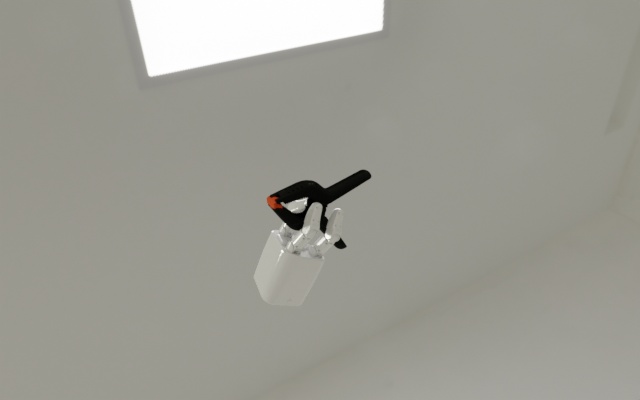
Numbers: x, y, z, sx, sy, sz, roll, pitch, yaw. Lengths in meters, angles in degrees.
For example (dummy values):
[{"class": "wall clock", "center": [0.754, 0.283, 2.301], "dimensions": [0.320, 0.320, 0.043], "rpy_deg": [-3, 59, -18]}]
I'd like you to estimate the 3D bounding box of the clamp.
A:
[{"class": "clamp", "center": [-0.001, 0.003, 0.869], "dimensions": [0.210, 0.164, 0.036], "rpy_deg": [14, 13, -41]}]
